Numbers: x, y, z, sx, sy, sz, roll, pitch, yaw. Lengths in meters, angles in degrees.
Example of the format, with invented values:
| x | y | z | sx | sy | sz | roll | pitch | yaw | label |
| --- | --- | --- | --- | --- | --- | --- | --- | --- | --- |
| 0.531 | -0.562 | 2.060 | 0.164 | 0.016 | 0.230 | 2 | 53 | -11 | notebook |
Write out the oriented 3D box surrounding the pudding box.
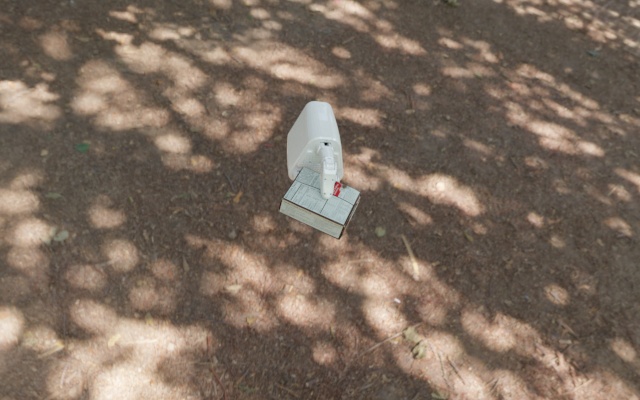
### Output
| x | y | z | sx | sy | sz | roll | pitch | yaw | label |
| --- | --- | --- | --- | --- | --- | --- | --- | --- | --- |
| 0.000 | 0.002 | 0.781 | 0.113 | 0.039 | 0.090 | 23 | 47 | 7 | pudding box |
